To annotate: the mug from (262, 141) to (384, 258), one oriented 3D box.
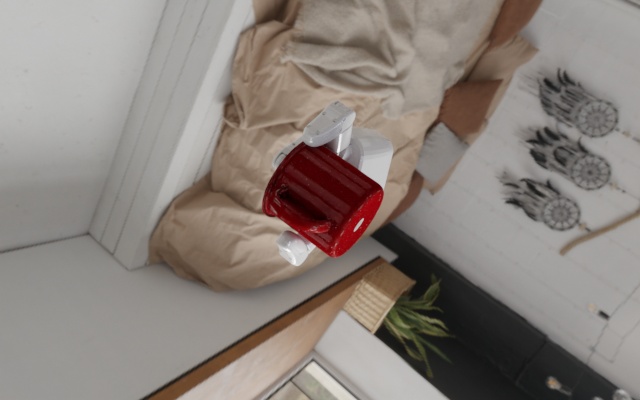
[{"bbox_3d":[0.000,0.002,0.440,0.081,0.093,0.117,36,23,18],"label":"mug"}]
